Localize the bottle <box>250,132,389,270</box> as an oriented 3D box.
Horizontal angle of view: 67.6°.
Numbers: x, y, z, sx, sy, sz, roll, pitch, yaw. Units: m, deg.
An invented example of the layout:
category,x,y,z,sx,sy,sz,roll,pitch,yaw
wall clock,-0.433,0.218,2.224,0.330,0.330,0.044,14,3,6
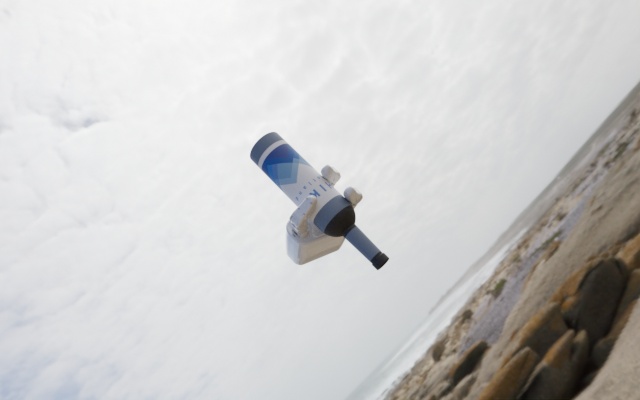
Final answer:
category,x,y,z,sx,sy,sz,roll,pitch,yaw
bottle,0.000,0.002,0.799,0.295,0.069,0.069,45,17,18
